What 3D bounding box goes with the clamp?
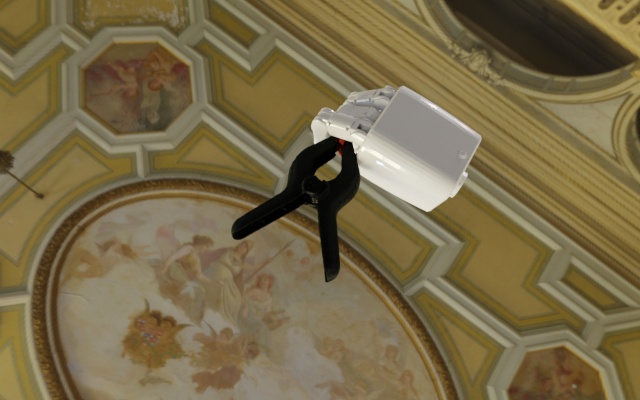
[{"bbox_3d":[0.000,0.002,0.512,0.120,0.171,0.039,34,-20,10],"label":"clamp"}]
